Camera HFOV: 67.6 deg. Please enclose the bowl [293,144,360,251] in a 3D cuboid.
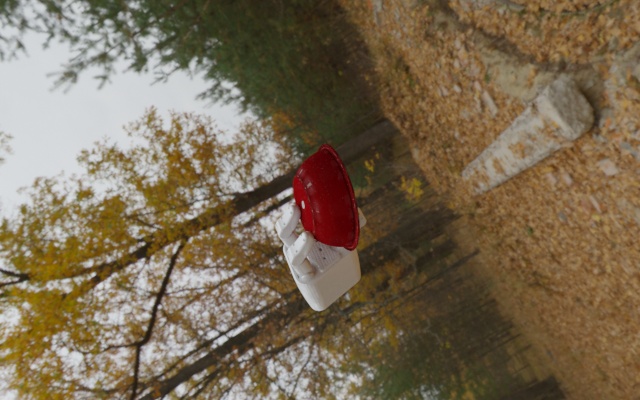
[{"bbox_3d":[0.000,0.001,0.694,0.055,0.162,0.162,-15,4,-15],"label":"bowl"}]
